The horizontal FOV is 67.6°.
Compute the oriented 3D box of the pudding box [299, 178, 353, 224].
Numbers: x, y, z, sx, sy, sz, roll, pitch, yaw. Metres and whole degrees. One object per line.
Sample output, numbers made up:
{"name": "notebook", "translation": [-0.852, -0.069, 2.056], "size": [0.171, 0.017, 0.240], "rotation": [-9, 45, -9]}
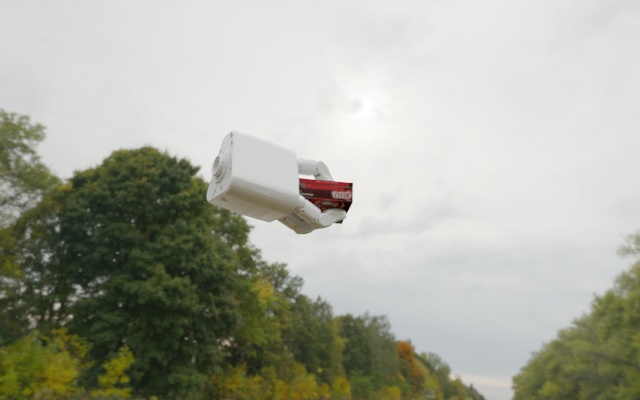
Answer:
{"name": "pudding box", "translation": [0.000, 0.002, 0.770], "size": [0.090, 0.039, 0.113], "rotation": [6, -19, -4]}
